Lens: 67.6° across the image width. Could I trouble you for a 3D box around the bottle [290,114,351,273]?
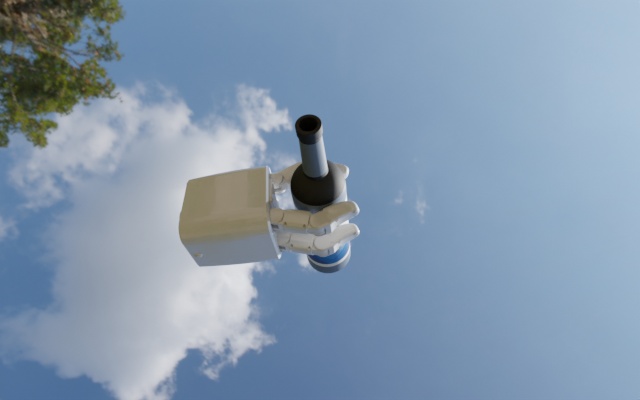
[{"bbox_3d":[0.000,0.002,0.600,0.069,0.069,0.296,0,-32,6],"label":"bottle"}]
